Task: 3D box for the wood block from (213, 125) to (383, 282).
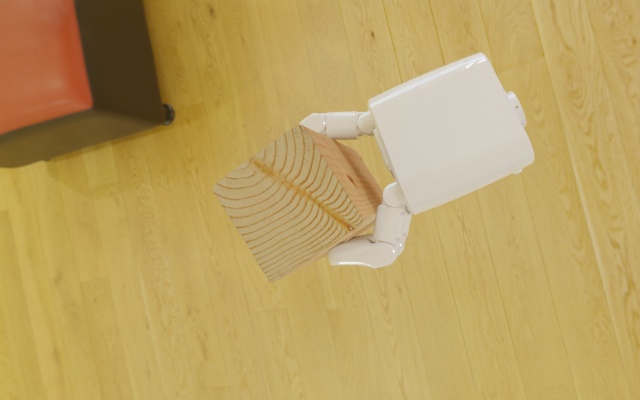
[{"bbox_3d":[0.000,0.001,0.455,0.090,0.091,0.206,-34,-8,13],"label":"wood block"}]
